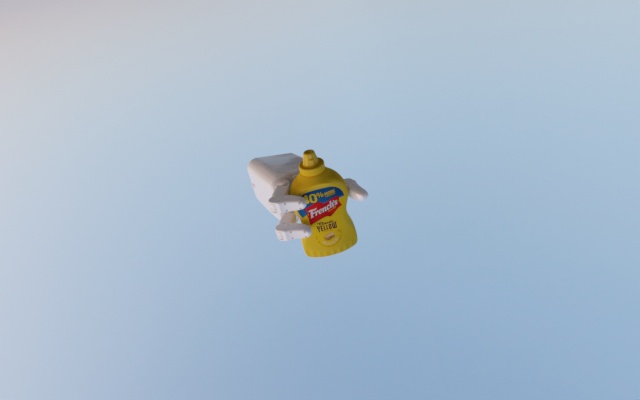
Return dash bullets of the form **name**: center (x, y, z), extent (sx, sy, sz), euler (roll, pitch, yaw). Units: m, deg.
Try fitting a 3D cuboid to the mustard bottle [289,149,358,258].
- **mustard bottle**: center (0.000, 0.003, 0.788), extent (0.096, 0.192, 0.058), euler (-14, 33, -1)
